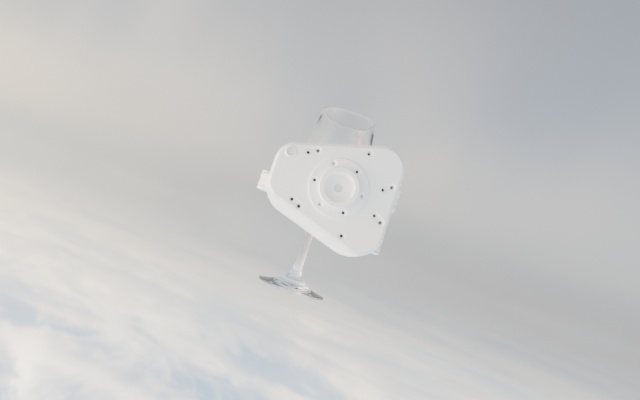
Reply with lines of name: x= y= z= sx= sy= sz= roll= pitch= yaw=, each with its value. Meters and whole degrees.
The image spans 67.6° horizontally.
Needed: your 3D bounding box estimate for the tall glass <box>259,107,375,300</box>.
tall glass: x=0.000 y=0.002 z=0.526 sx=0.079 sy=0.201 sz=0.079 roll=19 pitch=-5 yaw=2
